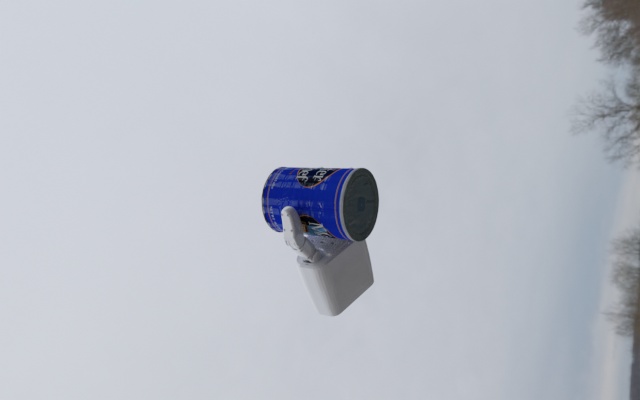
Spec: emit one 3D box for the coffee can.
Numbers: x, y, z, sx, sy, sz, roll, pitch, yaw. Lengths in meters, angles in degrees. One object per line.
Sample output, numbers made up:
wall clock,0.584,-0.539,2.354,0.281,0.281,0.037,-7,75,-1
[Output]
coffee can,0.000,0.002,0.697,0.140,0.103,0.103,4,2,33
